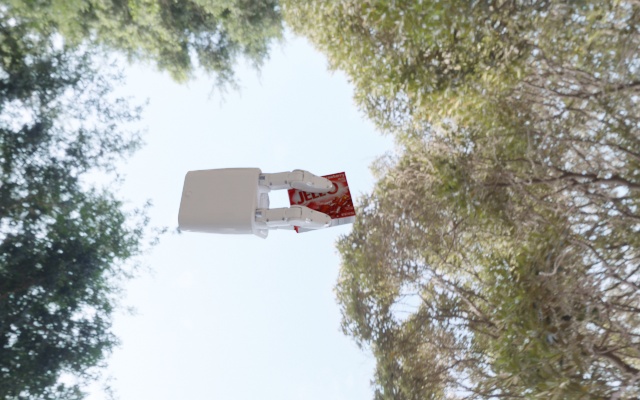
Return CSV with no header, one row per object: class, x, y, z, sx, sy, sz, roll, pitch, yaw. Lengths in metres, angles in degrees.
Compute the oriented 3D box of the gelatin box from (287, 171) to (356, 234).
gelatin box,0.000,0.002,0.682,0.089,0.073,0.030,-10,-27,-4
